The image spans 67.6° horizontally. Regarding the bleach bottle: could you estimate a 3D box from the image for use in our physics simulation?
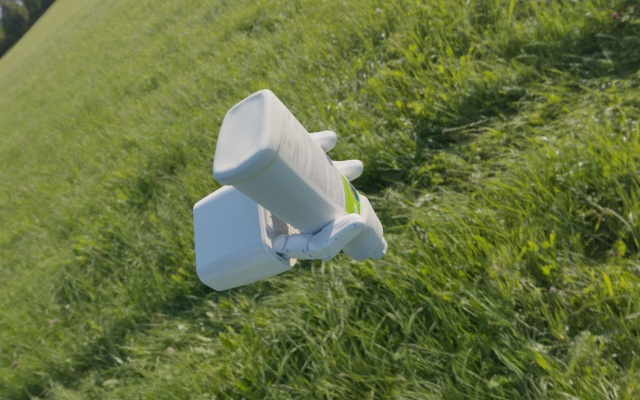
[{"bbox_3d":[0.000,0.002,0.505,0.068,0.102,0.251,-24,-45,26],"label":"bleach bottle"}]
